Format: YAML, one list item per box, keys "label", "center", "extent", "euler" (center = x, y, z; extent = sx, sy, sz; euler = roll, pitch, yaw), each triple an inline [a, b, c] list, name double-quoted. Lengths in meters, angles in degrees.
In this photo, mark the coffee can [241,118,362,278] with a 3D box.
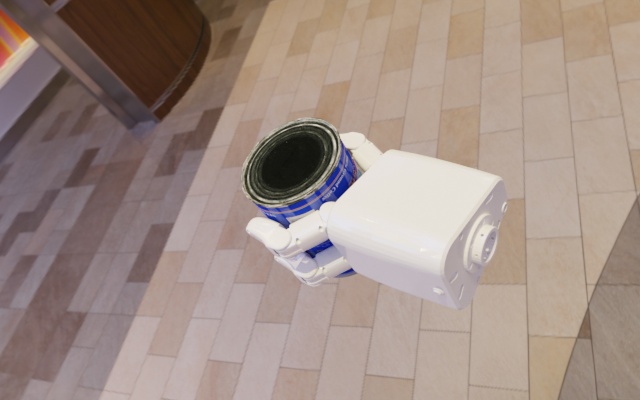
- label: "coffee can"
  center: [0.000, 0.002, 0.483]
  extent: [0.103, 0.102, 0.140]
  euler: [0, -34, 30]
